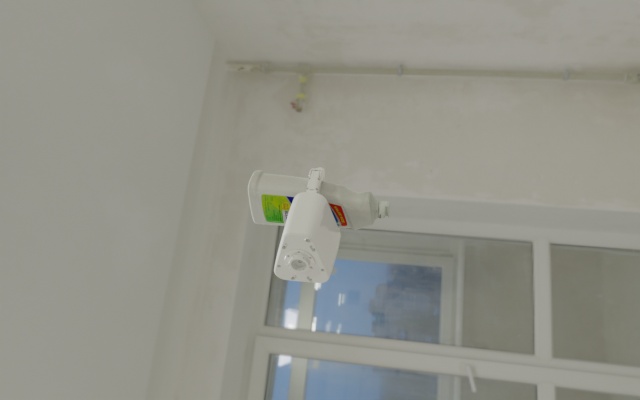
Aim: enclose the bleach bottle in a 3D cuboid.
[{"bbox_3d":[0.000,0.003,0.872,0.251,0.103,0.068,4,38,9],"label":"bleach bottle"}]
